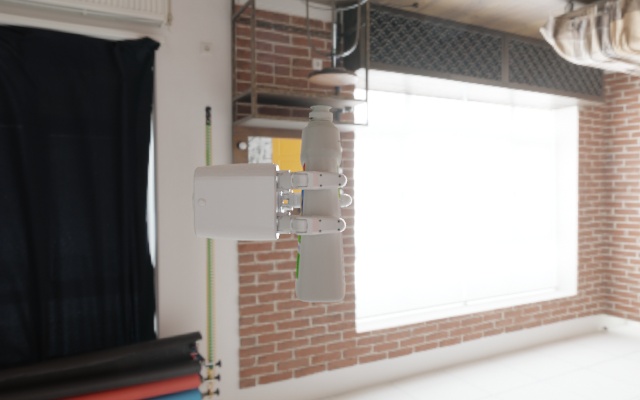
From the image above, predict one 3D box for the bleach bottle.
[{"bbox_3d":[0.000,0.002,0.640,0.068,0.251,0.102,0,2,-2],"label":"bleach bottle"}]
